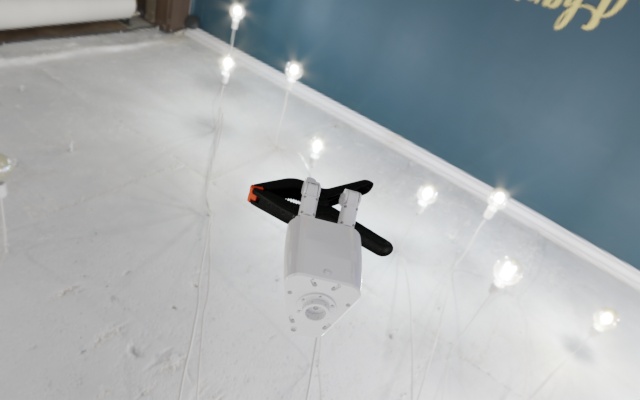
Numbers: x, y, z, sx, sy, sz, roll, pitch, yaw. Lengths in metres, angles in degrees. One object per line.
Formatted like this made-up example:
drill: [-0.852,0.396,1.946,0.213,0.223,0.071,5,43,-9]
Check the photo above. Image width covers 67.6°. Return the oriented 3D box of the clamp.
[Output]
clamp: [-0.001,0.003,0.705,0.210,0.036,0.164,14,34,-8]
